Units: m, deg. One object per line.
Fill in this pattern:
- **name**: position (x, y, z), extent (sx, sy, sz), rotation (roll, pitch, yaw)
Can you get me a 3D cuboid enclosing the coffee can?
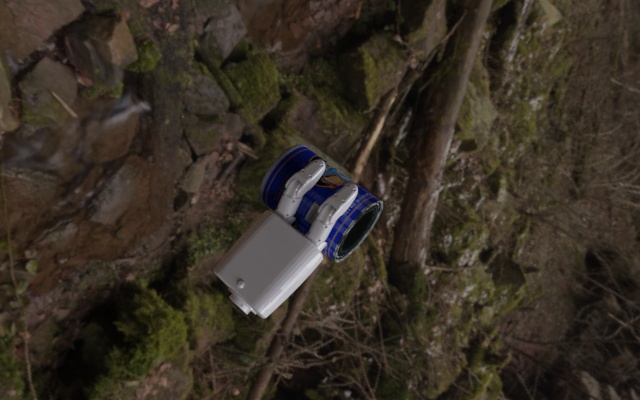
- **coffee can**: position (0.000, 0.002, 0.661), extent (0.140, 0.103, 0.103), rotation (37, 14, 19)
